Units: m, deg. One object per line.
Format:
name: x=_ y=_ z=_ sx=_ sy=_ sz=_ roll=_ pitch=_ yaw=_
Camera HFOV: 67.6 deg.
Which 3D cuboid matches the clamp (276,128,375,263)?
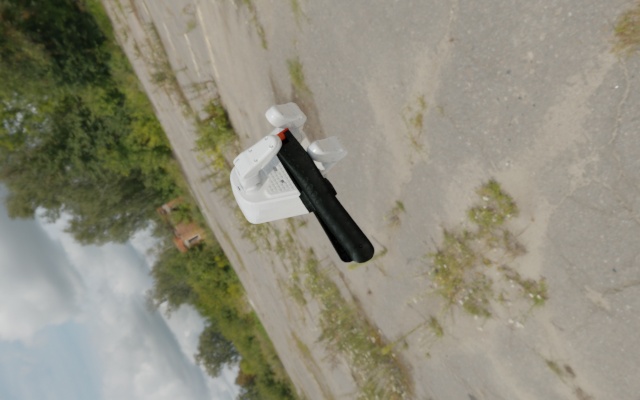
clamp: x=-0.001 y=0.002 z=0.528 sx=0.039 sy=0.171 sz=0.120 roll=-29 pitch=-13 yaw=-13
